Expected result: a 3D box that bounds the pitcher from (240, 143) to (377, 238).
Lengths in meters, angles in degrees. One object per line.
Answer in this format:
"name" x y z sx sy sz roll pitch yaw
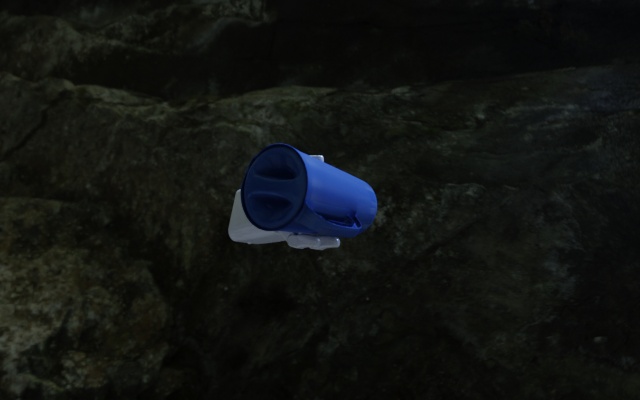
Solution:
"pitcher" 0.000 0.003 0.800 0.145 0.149 0.243 -15 -17 33
